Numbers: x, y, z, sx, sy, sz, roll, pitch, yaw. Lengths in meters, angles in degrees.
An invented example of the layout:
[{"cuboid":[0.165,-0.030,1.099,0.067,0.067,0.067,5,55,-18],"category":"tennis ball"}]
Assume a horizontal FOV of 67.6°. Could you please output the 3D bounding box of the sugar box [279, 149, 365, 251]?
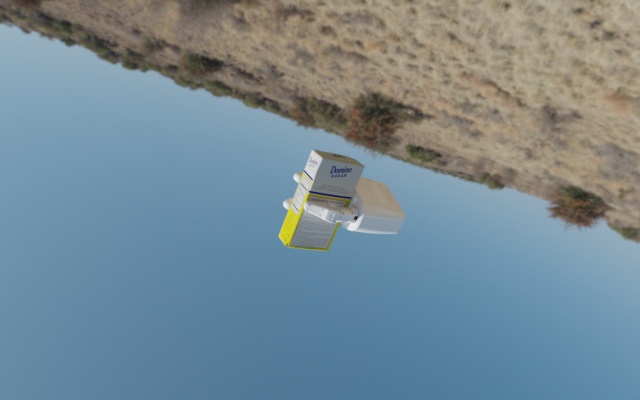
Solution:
[{"cuboid":[0.000,0.003,0.838,0.093,0.176,0.048,9,22,-34],"category":"sugar box"}]
